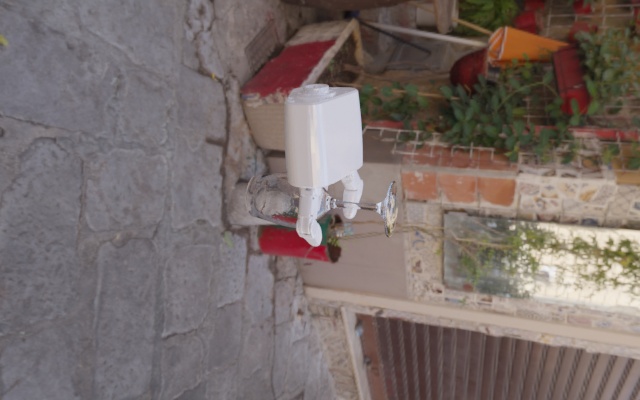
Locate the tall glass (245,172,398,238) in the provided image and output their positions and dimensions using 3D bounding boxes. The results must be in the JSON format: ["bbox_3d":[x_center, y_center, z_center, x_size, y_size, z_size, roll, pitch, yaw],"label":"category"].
[{"bbox_3d":[0.001,0.002,0.655,0.201,0.079,0.079,5,2,19],"label":"tall glass"}]
